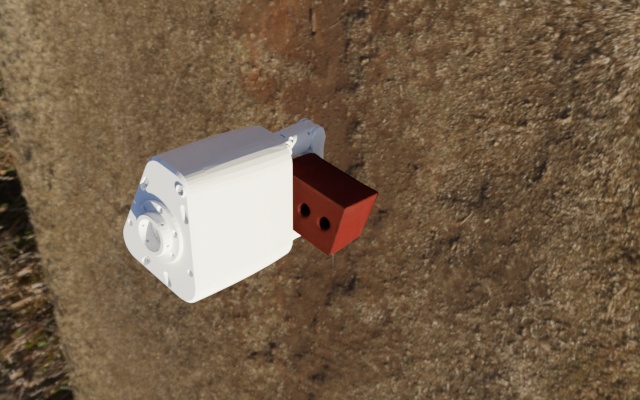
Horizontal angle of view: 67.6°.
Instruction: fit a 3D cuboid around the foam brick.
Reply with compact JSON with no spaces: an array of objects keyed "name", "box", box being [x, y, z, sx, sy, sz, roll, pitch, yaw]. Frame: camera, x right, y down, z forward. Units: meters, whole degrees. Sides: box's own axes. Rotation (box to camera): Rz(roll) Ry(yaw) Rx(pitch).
[{"name":"foam brick","box":[0.000,0.001,0.425,0.078,0.053,0.051,33,34,24]}]
